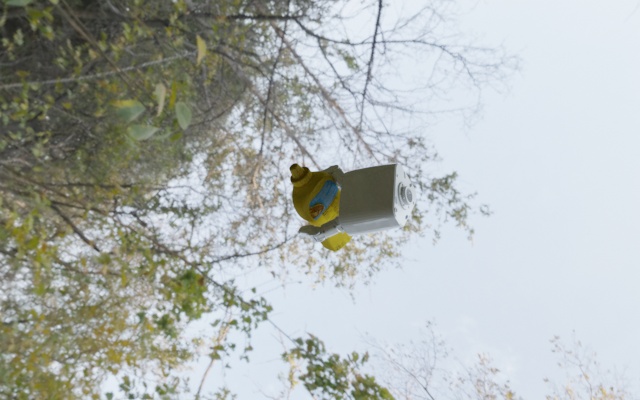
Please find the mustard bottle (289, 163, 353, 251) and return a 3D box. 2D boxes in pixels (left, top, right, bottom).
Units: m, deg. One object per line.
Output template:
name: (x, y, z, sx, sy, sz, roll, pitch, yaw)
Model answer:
mustard bottle: (0.000, 0.003, 0.893, 0.058, 0.096, 0.192, 13, -32, 48)
